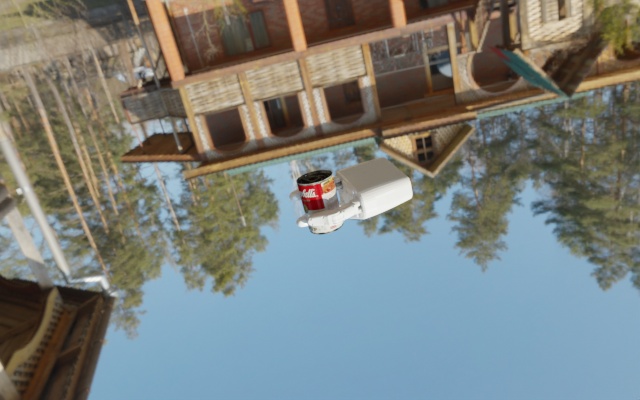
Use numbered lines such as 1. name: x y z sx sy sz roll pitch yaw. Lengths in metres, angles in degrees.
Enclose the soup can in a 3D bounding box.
1. soup can: 0.000 0.003 0.879 0.068 0.102 0.068 -12 21 5
